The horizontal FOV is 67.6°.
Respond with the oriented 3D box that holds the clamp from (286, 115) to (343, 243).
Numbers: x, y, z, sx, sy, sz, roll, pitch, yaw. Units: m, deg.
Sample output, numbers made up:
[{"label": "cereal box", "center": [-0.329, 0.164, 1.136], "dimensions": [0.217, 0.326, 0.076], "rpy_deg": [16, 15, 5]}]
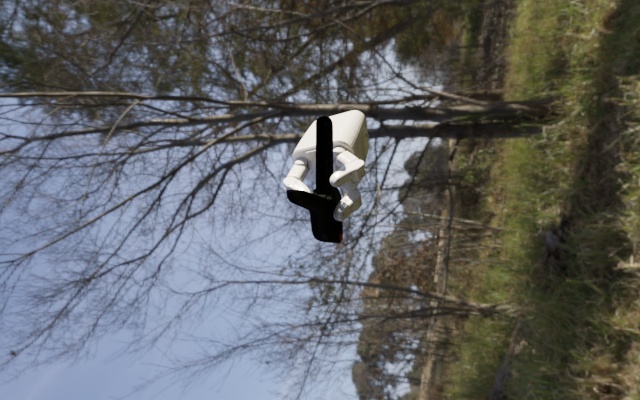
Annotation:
[{"label": "clamp", "center": [-0.001, 0.003, 0.720], "dimensions": [0.036, 0.210, 0.164], "rpy_deg": [5, 42, 19]}]
